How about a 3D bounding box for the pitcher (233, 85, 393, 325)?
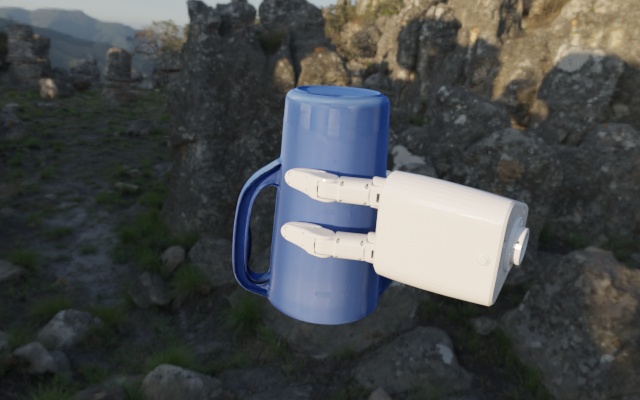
[{"bbox_3d":[0.000,0.002,0.525,0.145,0.243,0.149,17,23,33],"label":"pitcher"}]
